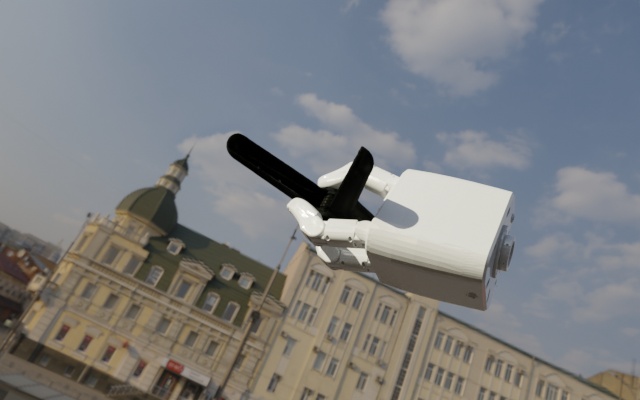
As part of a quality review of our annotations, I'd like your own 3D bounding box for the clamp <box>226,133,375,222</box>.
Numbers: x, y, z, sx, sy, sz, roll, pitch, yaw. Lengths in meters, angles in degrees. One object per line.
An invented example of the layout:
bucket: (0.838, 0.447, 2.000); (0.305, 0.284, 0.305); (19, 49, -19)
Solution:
clamp: (0.001, 0.001, 0.510); (0.164, 0.036, 0.210); (16, -26, 29)
